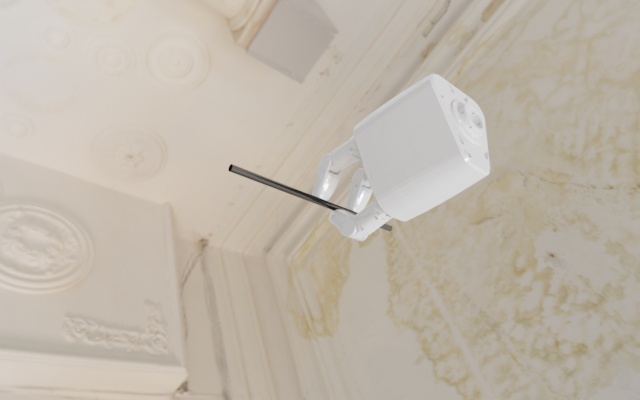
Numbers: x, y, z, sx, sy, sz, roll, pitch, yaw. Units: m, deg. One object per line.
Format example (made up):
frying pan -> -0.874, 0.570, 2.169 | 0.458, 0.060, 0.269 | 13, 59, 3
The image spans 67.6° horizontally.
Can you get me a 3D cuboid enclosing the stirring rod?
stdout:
stirring rod -> 0.000, 0.002, 0.552 | 0.239, 0.011, 0.011 | 21, -13, -36
